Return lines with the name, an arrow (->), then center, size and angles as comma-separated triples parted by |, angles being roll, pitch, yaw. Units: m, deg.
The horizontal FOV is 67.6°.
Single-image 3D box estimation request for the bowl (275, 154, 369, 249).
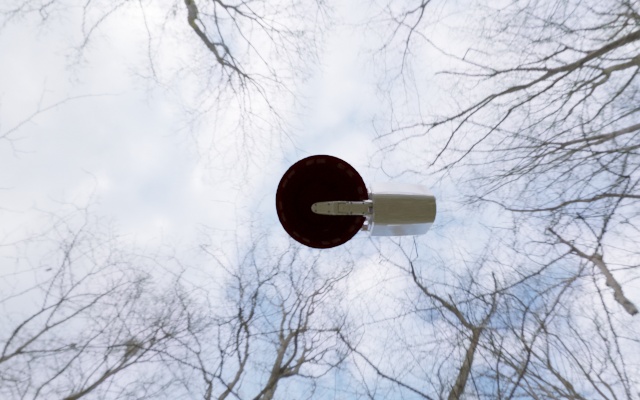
bowl -> -0.001, 0.002, 0.834 | 0.162, 0.162, 0.055 | 0, -2, -8
